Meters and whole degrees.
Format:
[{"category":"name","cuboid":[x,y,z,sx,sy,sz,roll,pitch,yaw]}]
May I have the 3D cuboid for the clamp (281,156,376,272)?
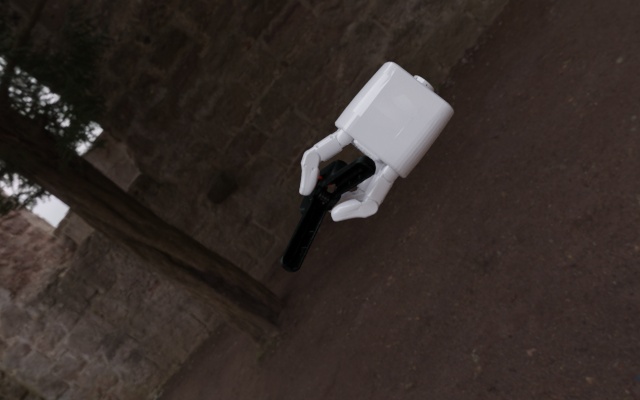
[{"category":"clamp","cuboid":[0.000,0.001,0.632,0.036,0.164,0.210,36,6,-11]}]
